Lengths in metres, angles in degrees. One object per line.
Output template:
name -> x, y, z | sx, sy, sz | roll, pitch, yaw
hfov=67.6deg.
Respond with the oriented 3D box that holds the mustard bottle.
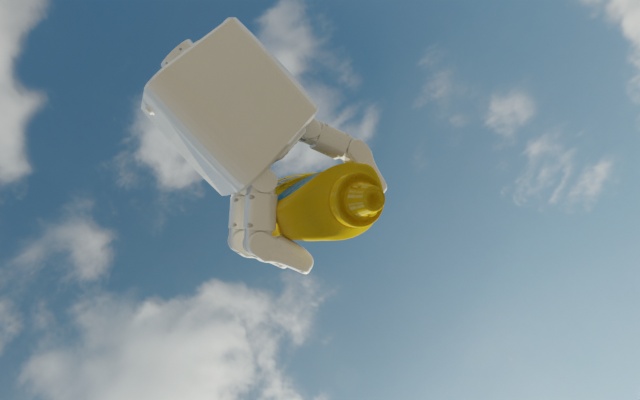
mustard bottle -> 0.000, 0.002, 0.417 | 0.096, 0.058, 0.191 | -22, 6, -22
